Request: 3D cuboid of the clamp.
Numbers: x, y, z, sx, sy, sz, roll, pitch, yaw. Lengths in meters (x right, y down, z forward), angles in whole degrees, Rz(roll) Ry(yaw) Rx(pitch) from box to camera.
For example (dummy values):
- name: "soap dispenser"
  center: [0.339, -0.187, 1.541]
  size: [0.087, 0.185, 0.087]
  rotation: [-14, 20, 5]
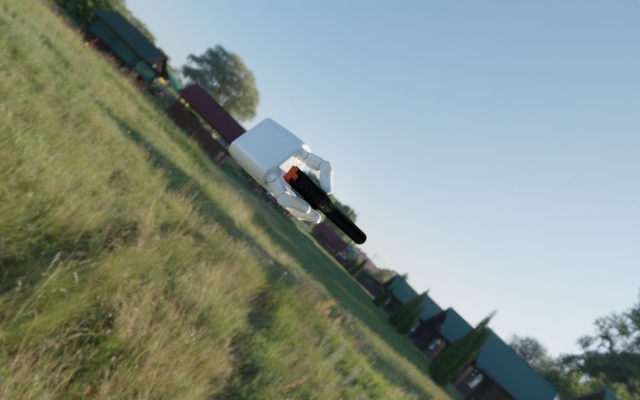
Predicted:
- name: "clamp"
  center: [0.000, 0.002, 0.831]
  size: [0.164, 0.036, 0.210]
  rotation: [37, -5, 27]
